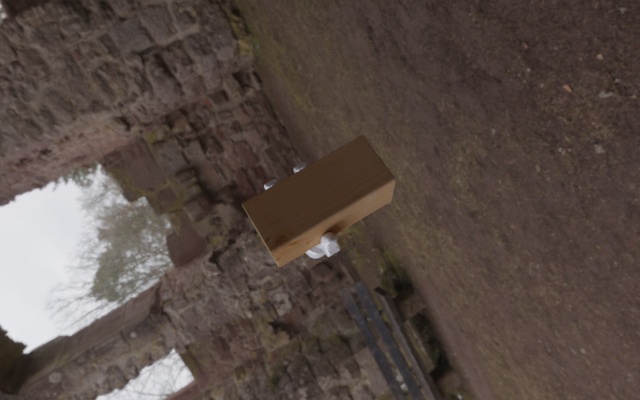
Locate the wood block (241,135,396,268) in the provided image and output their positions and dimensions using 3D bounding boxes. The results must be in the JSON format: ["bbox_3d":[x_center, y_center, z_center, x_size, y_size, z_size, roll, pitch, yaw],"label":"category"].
[{"bbox_3d":[0.000,0.003,0.719,0.206,0.090,0.090,-31,-20,-8],"label":"wood block"}]
